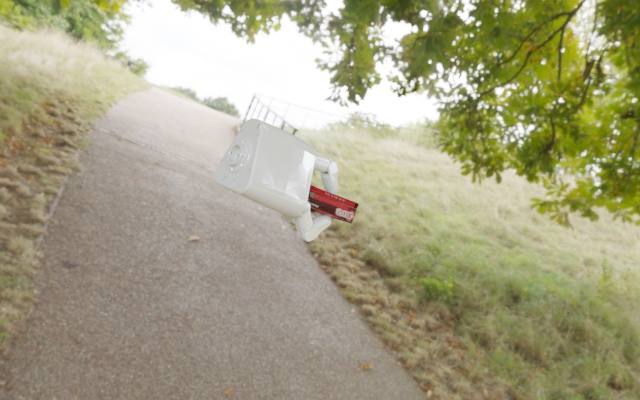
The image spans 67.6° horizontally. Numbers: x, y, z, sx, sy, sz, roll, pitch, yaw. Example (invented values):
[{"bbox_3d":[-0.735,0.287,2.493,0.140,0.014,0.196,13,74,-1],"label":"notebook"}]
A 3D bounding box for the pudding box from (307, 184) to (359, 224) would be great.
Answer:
[{"bbox_3d":[0.000,0.002,0.778,0.090,0.039,0.113,22,-1,-16],"label":"pudding box"}]
